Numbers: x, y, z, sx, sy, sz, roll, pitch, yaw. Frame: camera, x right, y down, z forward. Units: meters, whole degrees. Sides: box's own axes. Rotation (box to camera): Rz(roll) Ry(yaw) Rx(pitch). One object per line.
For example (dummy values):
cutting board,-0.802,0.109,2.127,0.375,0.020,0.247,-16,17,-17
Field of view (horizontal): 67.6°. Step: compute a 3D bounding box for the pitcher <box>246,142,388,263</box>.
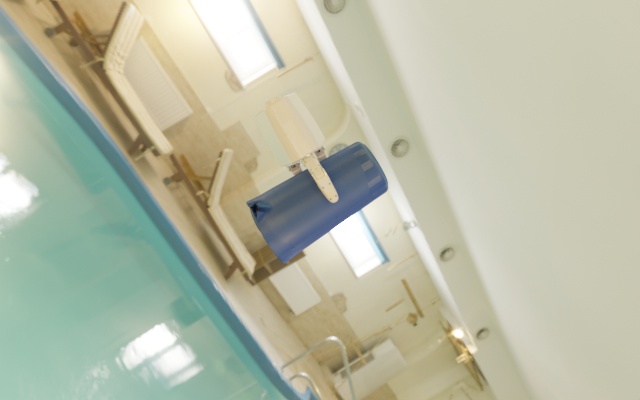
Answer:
pitcher,0.000,0.003,0.880,0.243,0.145,0.149,-32,9,0
